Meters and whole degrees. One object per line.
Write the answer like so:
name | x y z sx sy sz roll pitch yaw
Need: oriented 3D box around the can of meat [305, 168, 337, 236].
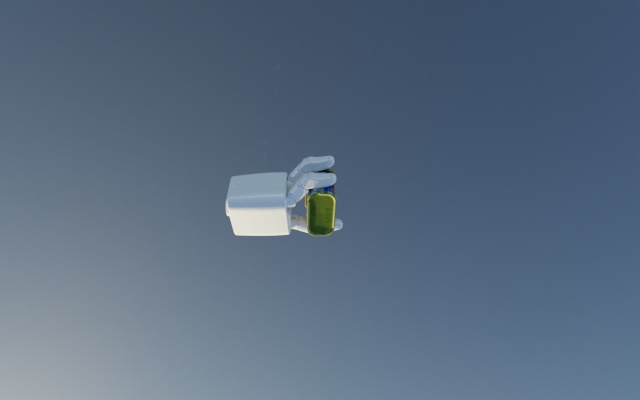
can of meat | 0.000 0.003 0.882 0.057 0.102 0.084 1 35 -2
